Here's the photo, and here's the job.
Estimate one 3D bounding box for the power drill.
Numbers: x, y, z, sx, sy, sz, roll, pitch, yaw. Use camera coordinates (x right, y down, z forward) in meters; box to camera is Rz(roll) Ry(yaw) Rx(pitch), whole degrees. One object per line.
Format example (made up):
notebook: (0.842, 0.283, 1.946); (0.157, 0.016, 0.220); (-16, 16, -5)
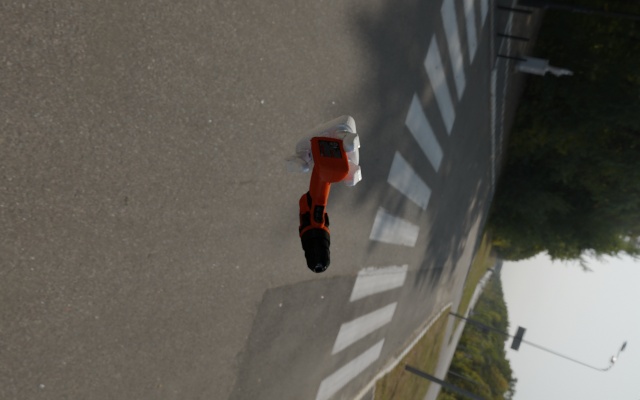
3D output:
power drill: (0.000, 0.002, 0.803); (0.057, 0.188, 0.184); (4, 39, -13)
